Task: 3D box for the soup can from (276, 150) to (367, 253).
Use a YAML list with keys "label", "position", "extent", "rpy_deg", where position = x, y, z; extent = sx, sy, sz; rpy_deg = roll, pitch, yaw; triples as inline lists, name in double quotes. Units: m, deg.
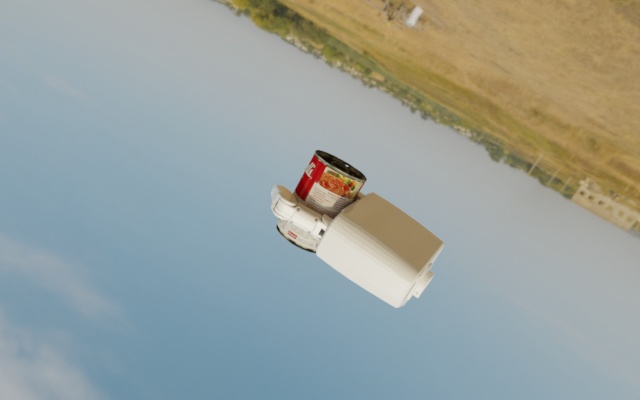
- label: "soup can"
  position: [0.000, 0.002, 0.558]
  extent: [0.068, 0.102, 0.068]
  rpy_deg: [27, 15, -8]
